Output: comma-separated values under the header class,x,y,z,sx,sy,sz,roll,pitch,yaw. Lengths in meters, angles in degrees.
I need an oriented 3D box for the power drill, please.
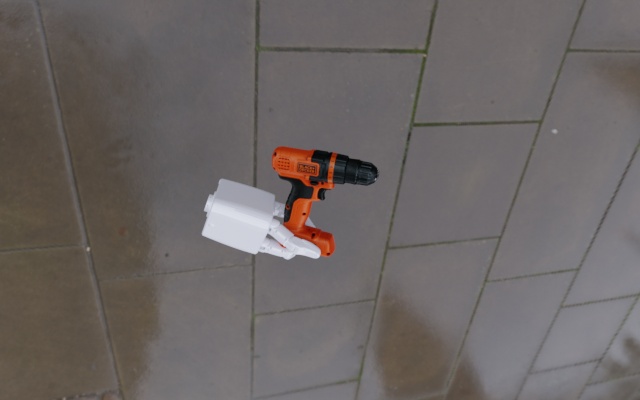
class,x,y,z,sx,sy,sz,roll,pitch,yaw
power drill,0.000,0.003,0.841,0.184,0.188,0.057,11,23,9
